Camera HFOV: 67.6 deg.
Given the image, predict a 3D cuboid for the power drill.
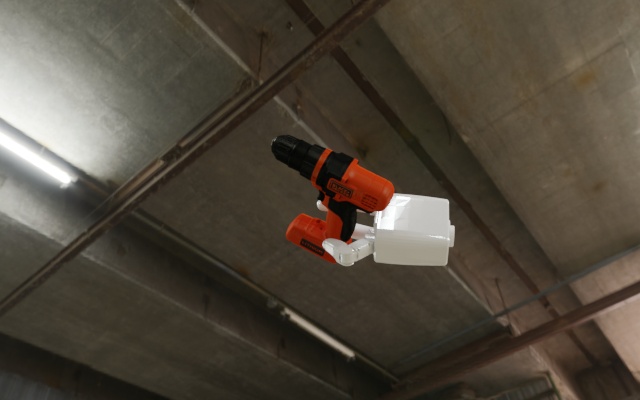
[{"bbox_3d":[0.000,0.003,0.712,0.184,0.057,0.188,28,-40,9],"label":"power drill"}]
